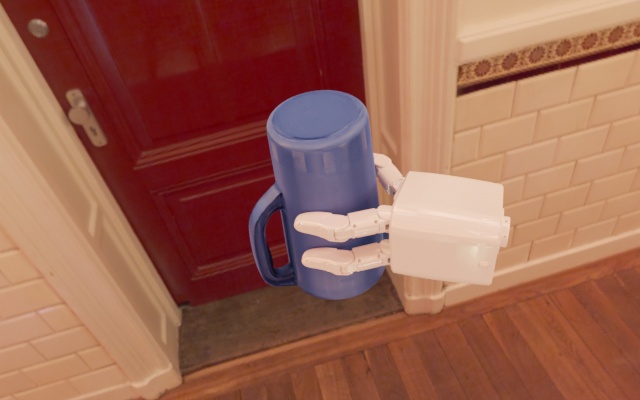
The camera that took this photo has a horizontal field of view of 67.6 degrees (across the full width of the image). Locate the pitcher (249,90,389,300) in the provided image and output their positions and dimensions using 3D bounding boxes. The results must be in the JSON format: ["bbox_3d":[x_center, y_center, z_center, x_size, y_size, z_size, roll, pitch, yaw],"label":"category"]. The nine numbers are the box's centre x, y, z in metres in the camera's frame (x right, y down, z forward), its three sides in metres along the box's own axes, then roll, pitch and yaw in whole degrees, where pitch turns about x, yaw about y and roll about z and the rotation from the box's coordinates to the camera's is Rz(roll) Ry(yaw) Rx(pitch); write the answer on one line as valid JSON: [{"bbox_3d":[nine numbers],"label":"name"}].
[{"bbox_3d":[0.000,0.002,0.570,0.145,0.243,0.149,10,46,20],"label":"pitcher"}]
